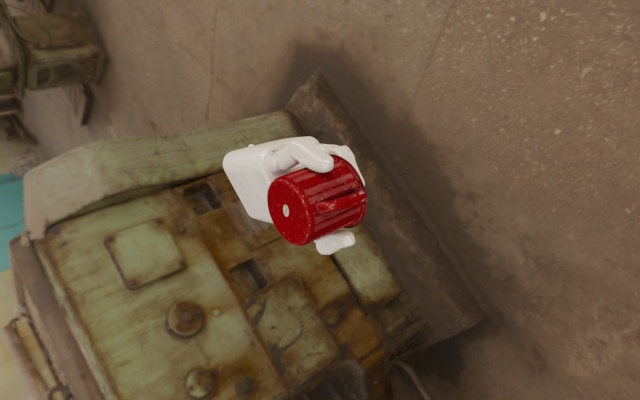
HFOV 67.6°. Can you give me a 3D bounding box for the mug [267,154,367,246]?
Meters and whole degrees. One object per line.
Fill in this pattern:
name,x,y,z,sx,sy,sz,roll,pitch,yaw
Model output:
mug,0.001,0.002,0.540,0.081,0.093,0.117,-22,15,-36
